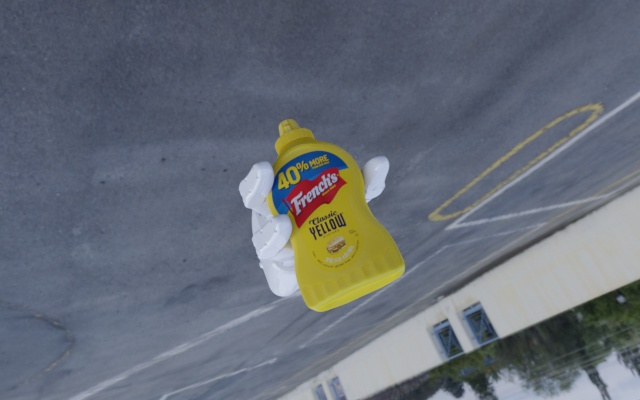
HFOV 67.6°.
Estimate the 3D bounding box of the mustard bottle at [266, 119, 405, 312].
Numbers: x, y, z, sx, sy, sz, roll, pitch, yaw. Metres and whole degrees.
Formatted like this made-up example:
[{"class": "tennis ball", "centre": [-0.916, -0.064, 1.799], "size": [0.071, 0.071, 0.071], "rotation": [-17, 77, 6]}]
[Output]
[{"class": "mustard bottle", "centre": [0.000, 0.002, 0.463], "size": [0.096, 0.191, 0.058], "rotation": [-26, -22, 7]}]
